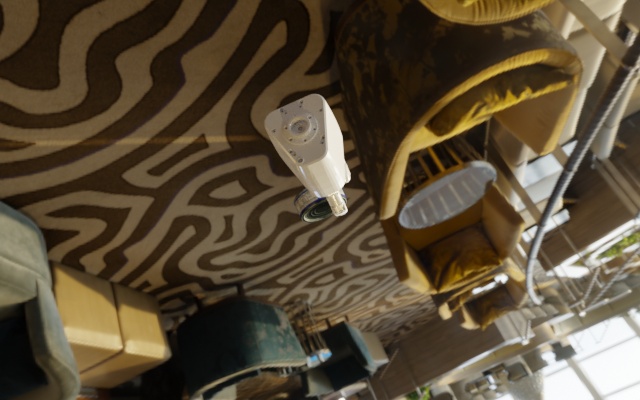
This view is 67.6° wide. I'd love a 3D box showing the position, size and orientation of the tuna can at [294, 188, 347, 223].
[{"bbox_3d":[0.000,0.003,0.806,0.086,0.033,0.086,-21,-23,-9],"label":"tuna can"}]
